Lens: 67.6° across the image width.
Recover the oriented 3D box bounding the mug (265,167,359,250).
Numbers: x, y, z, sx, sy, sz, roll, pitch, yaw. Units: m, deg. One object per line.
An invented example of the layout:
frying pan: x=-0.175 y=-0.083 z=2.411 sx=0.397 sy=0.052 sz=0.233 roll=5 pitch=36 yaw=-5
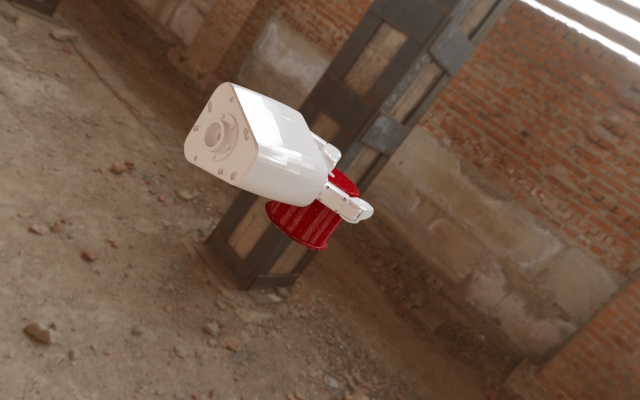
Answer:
mug: x=0.001 y=0.002 z=0.590 sx=0.117 sy=0.081 sz=0.093 roll=15 pitch=26 yaw=-51
